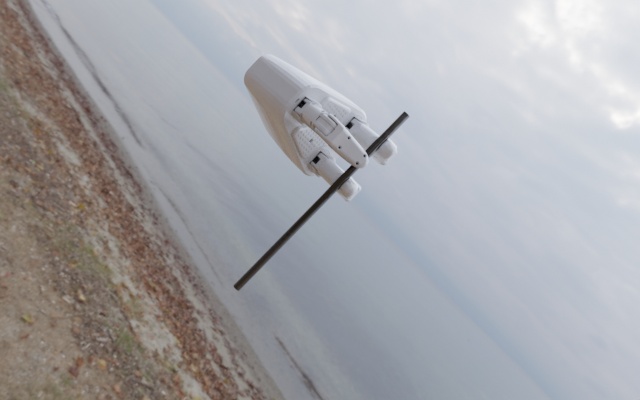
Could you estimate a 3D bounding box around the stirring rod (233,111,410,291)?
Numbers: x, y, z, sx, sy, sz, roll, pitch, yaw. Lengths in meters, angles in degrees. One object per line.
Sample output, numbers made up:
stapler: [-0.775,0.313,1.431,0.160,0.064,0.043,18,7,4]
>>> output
stirring rod: [0.000,0.002,0.471,0.011,0.239,0.011,44,2,-2]
